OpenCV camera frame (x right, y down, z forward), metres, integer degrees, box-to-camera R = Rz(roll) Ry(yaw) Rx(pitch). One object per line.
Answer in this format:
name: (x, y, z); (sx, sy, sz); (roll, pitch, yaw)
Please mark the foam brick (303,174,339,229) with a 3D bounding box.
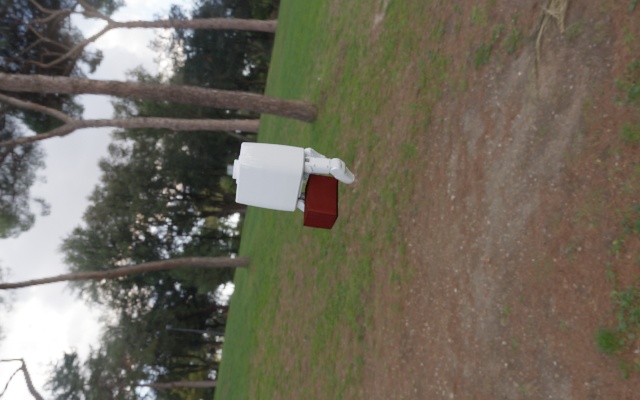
foam brick: (0.000, 0.003, 0.817); (0.051, 0.078, 0.053); (7, -33, -9)
